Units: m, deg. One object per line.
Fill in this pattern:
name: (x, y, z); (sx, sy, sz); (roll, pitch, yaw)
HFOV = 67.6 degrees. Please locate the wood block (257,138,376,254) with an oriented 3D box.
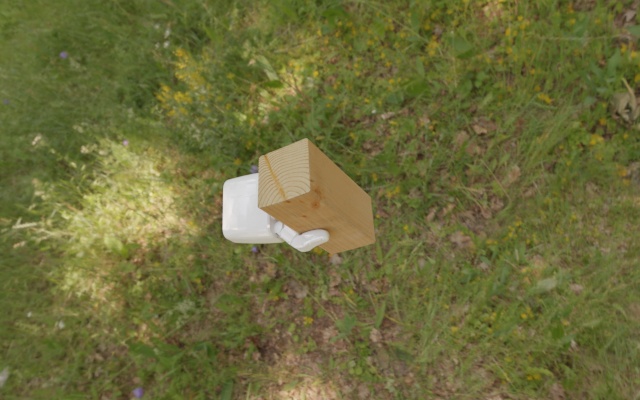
wood block: (0.000, 0.003, 0.750); (0.090, 0.090, 0.206); (-18, -32, 26)
